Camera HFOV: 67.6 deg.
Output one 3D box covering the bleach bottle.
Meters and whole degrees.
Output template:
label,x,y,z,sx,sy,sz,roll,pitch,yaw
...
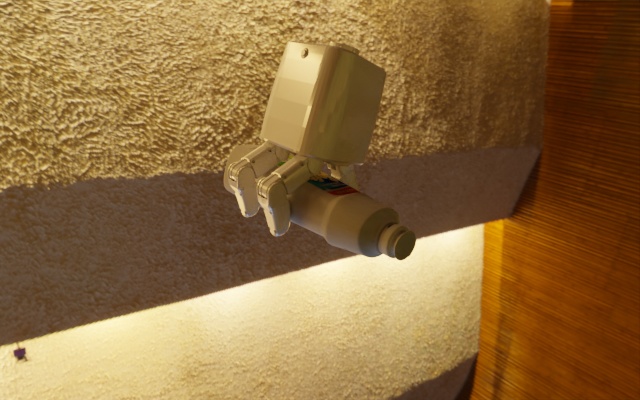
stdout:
label,x,y,z,sx,sy,sz,roll,pitch,yaw
bleach bottle,0.000,0.002,0.510,0.102,0.068,0.250,5,14,-44
